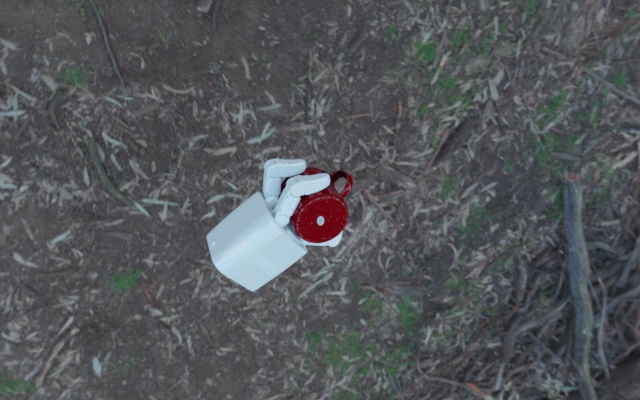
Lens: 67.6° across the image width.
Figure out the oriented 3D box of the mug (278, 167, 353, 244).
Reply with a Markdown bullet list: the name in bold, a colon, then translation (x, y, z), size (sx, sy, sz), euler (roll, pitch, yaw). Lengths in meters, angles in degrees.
- **mug**: translation (0.001, 0.002, 0.702), size (0.093, 0.117, 0.081), euler (48, 5, -35)
